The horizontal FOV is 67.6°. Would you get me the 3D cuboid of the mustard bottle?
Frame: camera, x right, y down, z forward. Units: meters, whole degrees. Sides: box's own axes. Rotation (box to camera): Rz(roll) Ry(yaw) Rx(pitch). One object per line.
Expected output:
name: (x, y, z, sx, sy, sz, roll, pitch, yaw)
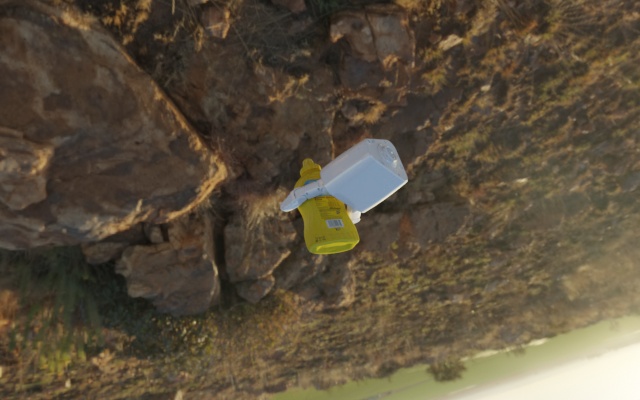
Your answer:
mustard bottle: (0.000, 0.003, 0.890, 0.096, 0.191, 0.058, -3, -30, -26)
